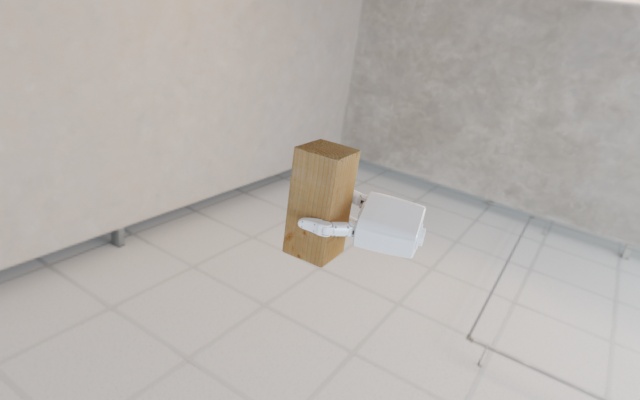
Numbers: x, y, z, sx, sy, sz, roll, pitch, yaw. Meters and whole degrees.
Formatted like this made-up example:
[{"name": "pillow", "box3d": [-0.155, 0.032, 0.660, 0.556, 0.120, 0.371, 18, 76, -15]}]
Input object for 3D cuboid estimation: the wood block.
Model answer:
[{"name": "wood block", "box3d": [0.000, 0.003, 0.874, 0.090, 0.206, 0.091, 20, 25, 26]}]
